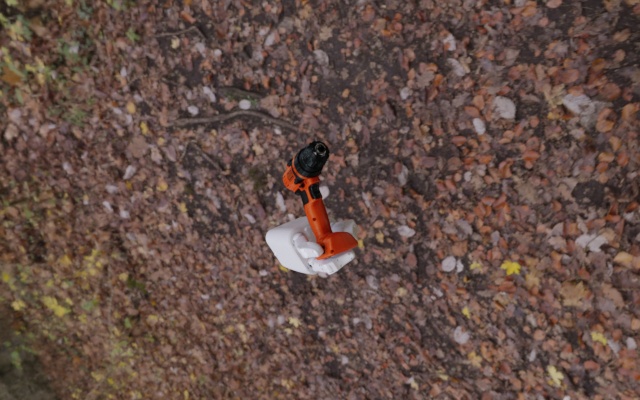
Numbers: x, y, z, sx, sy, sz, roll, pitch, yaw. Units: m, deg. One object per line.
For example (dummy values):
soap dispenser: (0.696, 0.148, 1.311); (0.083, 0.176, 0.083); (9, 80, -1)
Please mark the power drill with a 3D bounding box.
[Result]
power drill: (0.000, 0.003, 0.823); (0.057, 0.187, 0.184); (-18, -7, -19)
